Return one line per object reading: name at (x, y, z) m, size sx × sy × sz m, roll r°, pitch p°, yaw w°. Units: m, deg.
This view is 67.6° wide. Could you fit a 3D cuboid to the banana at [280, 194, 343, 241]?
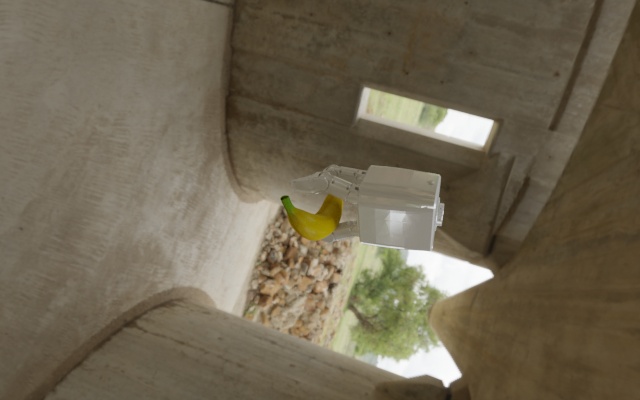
banana at (0.000, 0.021, 0.701) m, size 0.037 × 0.069 × 0.198 m, roll -3°, pitch 2°, yaw 21°
